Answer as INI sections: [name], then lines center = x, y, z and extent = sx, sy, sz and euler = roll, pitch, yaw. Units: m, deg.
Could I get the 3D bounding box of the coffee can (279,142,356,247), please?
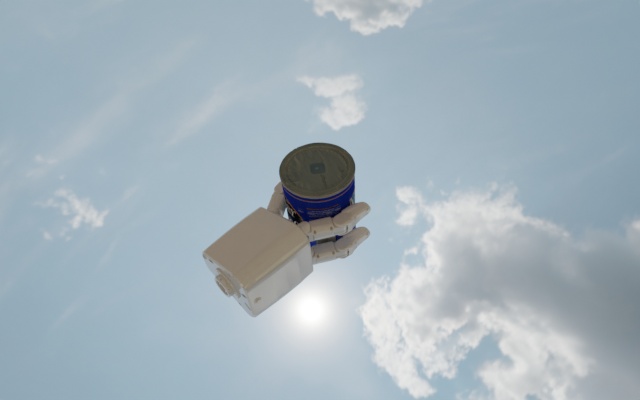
[coffee can]
center = 0.000, 0.002, 0.688
extent = 0.103, 0.102, 0.140
euler = 0, -42, 5
